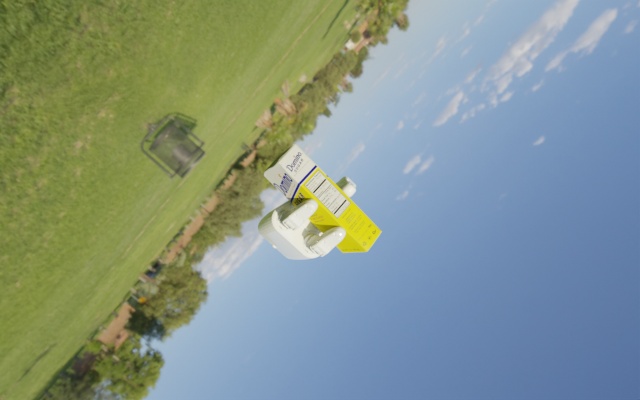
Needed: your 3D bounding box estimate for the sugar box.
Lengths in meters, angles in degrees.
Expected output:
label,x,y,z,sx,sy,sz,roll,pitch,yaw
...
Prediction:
label,x,y,z,sx,sy,sz,roll,pitch,yaw
sugar box,0.000,0.003,0.689,0.176,0.048,0.093,42,-19,-10
